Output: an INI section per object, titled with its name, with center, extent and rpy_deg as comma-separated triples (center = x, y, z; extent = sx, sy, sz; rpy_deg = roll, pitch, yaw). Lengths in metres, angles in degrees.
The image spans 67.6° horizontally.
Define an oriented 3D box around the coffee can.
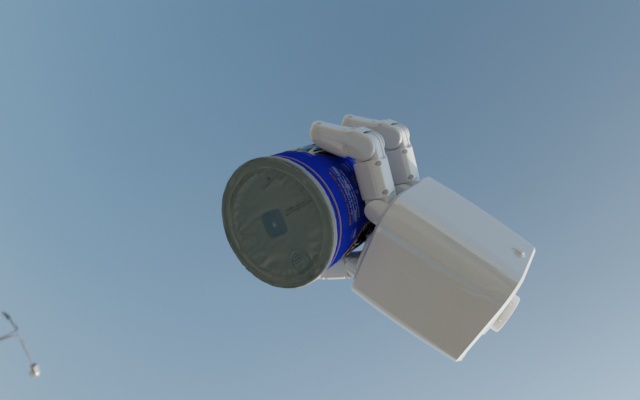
[coffee can]
center = 0.000, 0.001, 0.413
extent = 0.103, 0.103, 0.140
rpy_deg = 0, 14, 32
